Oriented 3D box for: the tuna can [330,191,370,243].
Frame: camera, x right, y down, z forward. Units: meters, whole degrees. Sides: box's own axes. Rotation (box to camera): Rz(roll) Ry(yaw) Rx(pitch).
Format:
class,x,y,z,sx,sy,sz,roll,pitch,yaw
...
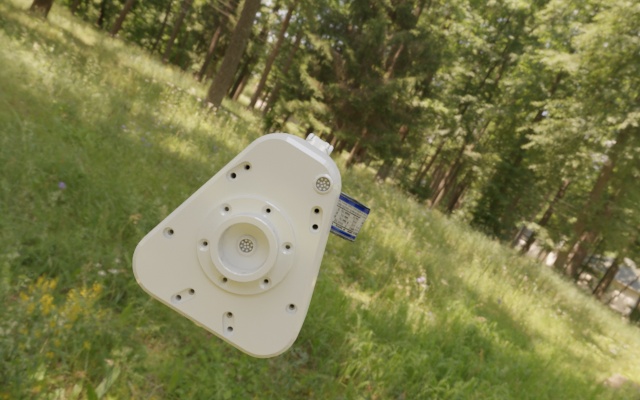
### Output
class,x,y,z,sx,sy,sz,roll,pitch,yaw
tuna can,0.000,0.001,0.419,0.086,0.034,0.086,29,1,-1
